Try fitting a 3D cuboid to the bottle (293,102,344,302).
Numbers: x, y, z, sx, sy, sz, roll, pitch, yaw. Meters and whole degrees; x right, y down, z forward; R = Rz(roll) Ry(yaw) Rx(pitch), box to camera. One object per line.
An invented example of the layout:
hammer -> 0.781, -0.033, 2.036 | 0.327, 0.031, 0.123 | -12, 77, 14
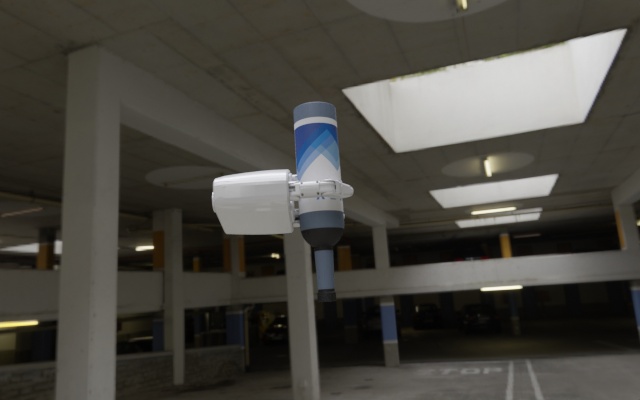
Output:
bottle -> 0.000, 0.002, 0.720 | 0.069, 0.295, 0.069 | -4, -11, -1
